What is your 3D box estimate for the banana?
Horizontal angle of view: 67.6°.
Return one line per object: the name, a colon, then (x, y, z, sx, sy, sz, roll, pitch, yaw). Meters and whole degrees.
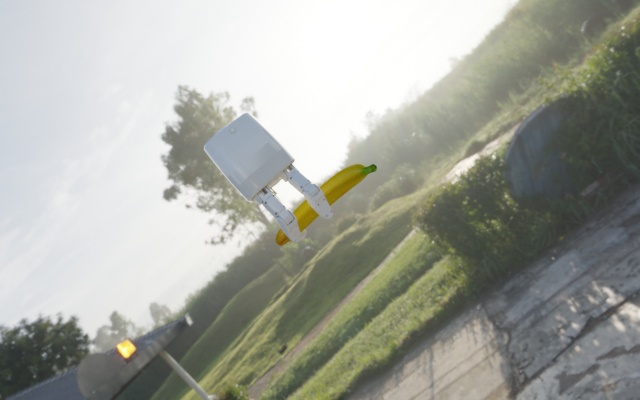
banana: (0.003, -0.001, 0.774, 0.198, 0.037, 0.069, -40, 3, 3)
